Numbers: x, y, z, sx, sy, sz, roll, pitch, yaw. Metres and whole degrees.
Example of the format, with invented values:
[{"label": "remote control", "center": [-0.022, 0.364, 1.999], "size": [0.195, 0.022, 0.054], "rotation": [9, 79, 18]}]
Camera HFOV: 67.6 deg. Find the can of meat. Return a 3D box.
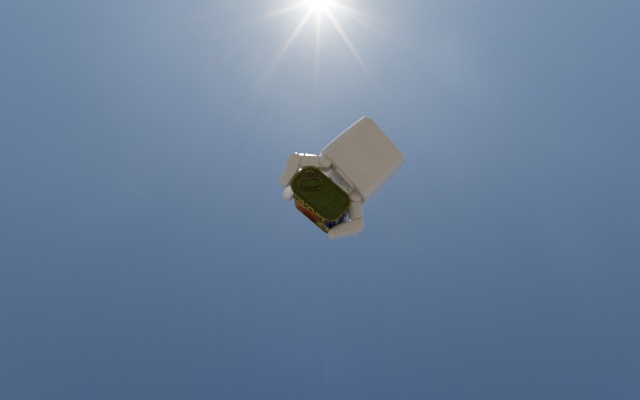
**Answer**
[{"label": "can of meat", "center": [0.000, 0.003, 0.799], "size": [0.102, 0.057, 0.084], "rotation": [40, -16, 14]}]
